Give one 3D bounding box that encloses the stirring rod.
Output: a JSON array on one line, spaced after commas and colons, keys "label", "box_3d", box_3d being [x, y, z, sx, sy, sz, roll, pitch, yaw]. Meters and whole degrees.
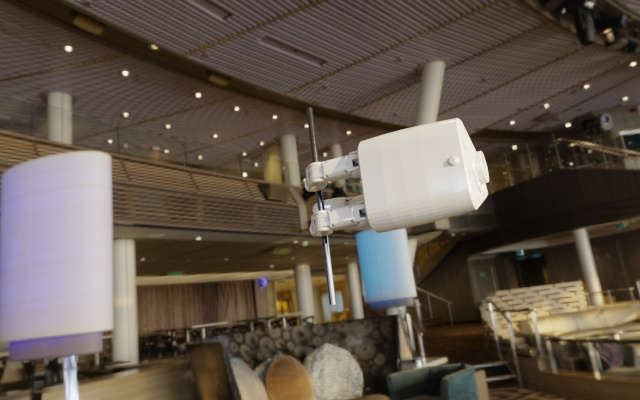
[{"label": "stirring rod", "box_3d": [0.000, 0.002, 0.569, 0.011, 0.239, 0.011, -7, -13, -2]}]
